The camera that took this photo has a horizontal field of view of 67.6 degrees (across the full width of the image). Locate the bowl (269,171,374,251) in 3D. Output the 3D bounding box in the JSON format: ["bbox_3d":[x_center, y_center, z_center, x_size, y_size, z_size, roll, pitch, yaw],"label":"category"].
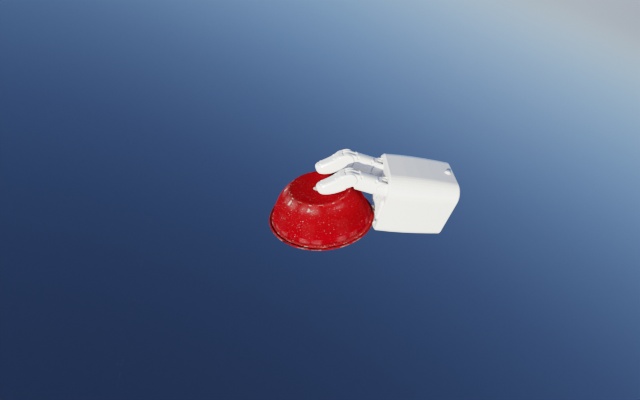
[{"bbox_3d":[-0.001,0.002,0.717,0.162,0.055,0.162,-3,36,2],"label":"bowl"}]
